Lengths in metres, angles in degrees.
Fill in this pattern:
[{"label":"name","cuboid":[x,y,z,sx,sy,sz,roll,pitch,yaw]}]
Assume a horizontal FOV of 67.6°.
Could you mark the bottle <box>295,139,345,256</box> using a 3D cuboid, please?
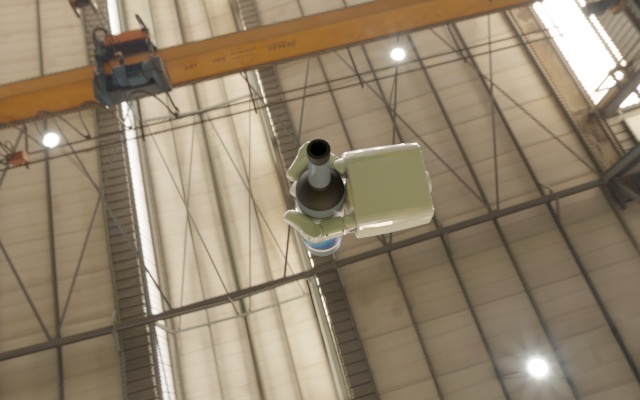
[{"label":"bottle","cuboid":[0.000,0.002,0.669,0.069,0.069,0.296,0,-24,1]}]
